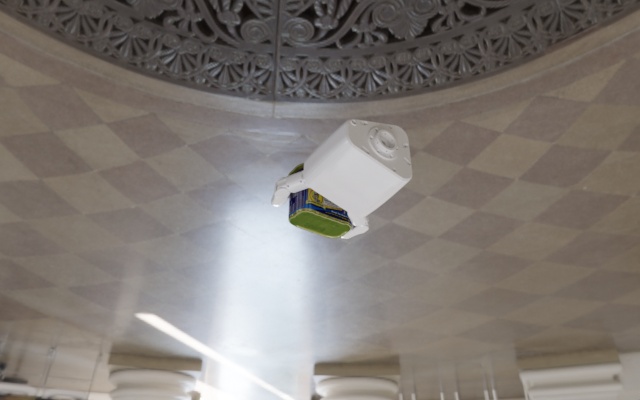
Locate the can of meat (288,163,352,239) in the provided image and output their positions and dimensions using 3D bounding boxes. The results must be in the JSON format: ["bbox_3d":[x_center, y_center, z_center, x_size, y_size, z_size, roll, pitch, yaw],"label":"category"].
[{"bbox_3d":[0.000,0.003,0.729,0.102,0.084,0.057,20,-37,-28],"label":"can of meat"}]
